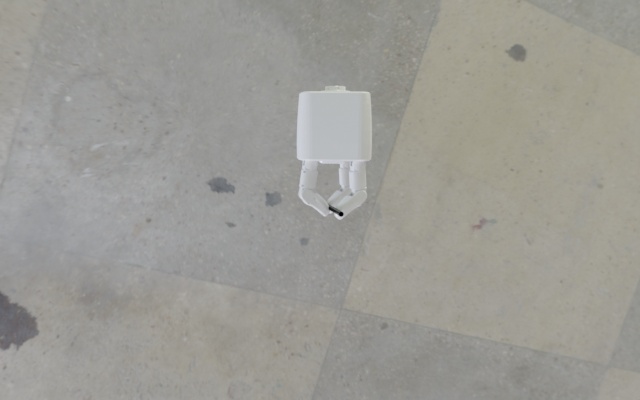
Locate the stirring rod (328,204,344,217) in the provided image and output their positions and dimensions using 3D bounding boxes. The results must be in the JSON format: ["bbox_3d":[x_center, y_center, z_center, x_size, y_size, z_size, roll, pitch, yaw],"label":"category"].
[{"bbox_3d":[0.000,0.003,0.830,0.011,0.011,0.239,0,9,-15],"label":"stirring rod"}]
